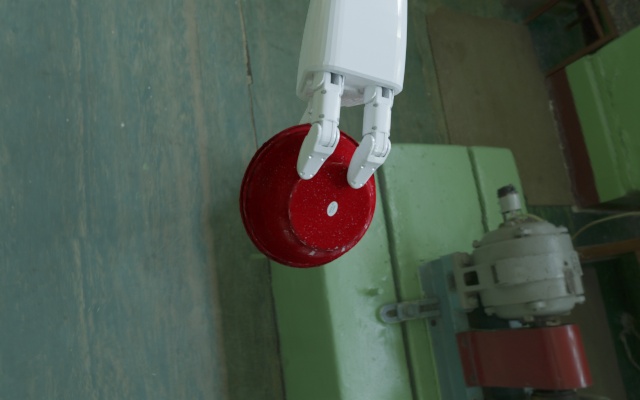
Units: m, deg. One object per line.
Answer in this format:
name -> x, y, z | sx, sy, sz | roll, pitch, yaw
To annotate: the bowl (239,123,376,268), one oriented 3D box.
bowl -> 0.000, 0.003, 0.502 | 0.162, 0.162, 0.055 | 0, 11, -24
